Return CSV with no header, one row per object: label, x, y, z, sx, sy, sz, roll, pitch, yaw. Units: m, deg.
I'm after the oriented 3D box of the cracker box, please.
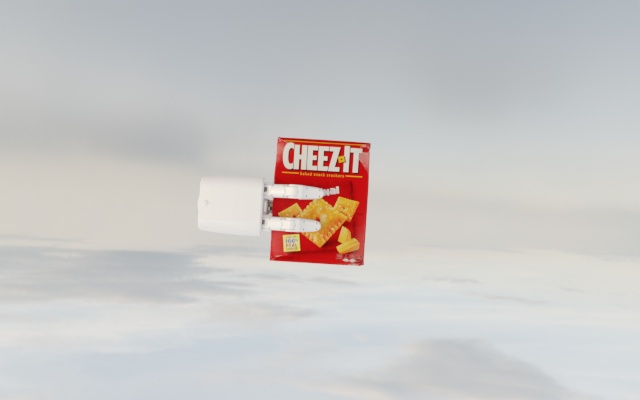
cracker box,0.000,0.003,0.835,0.164,0.213,0.072,4,-2,0
